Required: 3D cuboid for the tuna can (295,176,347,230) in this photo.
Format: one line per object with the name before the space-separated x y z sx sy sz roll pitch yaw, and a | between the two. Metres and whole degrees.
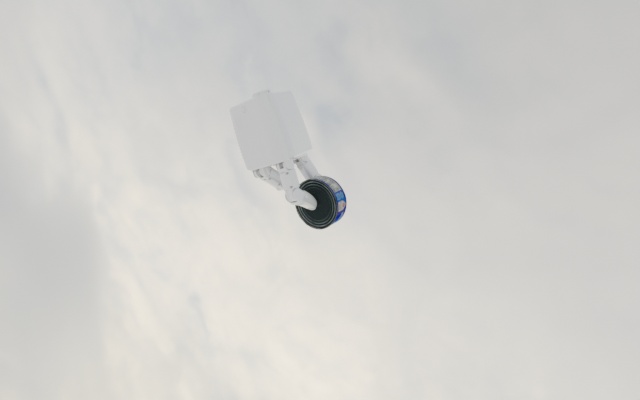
tuna can | 0.000 0.003 0.795 0.086 0.086 0.033 0 15 35
